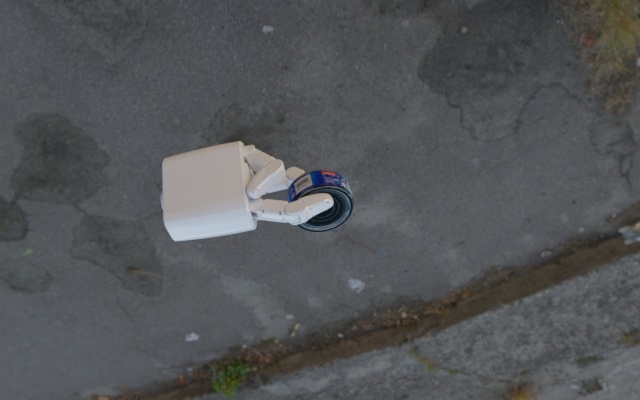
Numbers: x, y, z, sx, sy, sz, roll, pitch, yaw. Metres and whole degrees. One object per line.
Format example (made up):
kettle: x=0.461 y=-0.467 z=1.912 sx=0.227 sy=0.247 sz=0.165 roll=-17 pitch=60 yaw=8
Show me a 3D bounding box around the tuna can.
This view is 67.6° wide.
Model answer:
tuna can: x=0.000 y=0.002 z=0.623 sx=0.086 sy=0.086 sz=0.033 roll=0 pitch=42 yaw=-13
